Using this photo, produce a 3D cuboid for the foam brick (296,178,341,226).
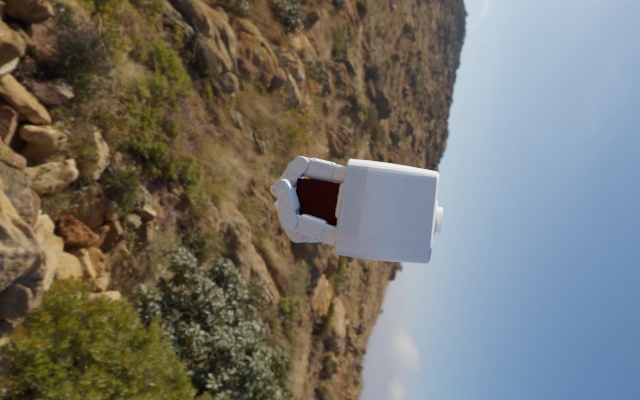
[{"bbox_3d":[0.000,0.002,0.593,0.051,0.053,0.078,8,2,8],"label":"foam brick"}]
